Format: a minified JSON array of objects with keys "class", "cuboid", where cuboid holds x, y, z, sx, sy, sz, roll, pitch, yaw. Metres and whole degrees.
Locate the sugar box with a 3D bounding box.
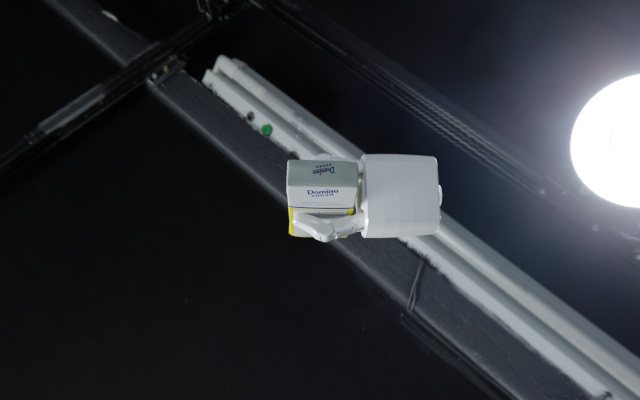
[{"class":"sugar box","cuboid":[0.000,0.002,0.683,0.093,0.048,0.176,2,-28,-2]}]
